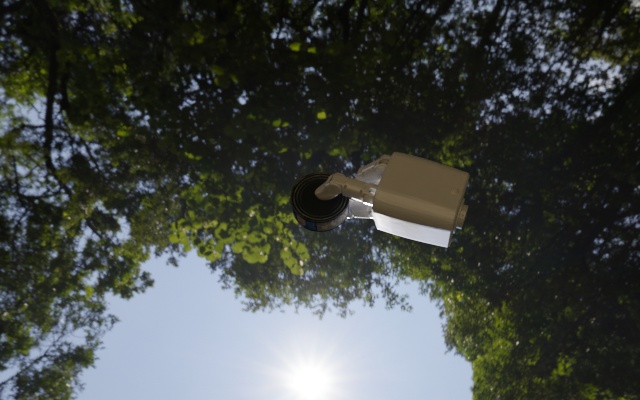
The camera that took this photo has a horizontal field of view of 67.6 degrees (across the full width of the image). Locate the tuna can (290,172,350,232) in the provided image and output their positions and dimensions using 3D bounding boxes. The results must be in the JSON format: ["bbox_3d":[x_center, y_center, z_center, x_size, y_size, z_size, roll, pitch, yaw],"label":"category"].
[{"bbox_3d":[0.000,0.003,0.695,0.086,0.086,0.034,0,-33,4],"label":"tuna can"}]
